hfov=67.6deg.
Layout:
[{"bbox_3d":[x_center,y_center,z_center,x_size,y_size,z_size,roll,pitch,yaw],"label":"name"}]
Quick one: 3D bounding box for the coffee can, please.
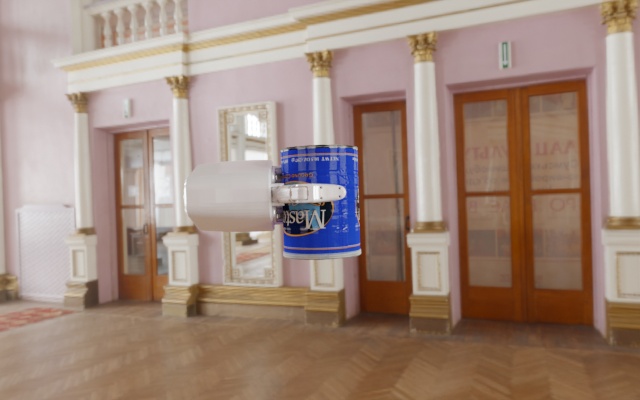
[{"bbox_3d":[0.000,0.002,0.629,0.103,0.140,0.103,-2,0,0],"label":"coffee can"}]
